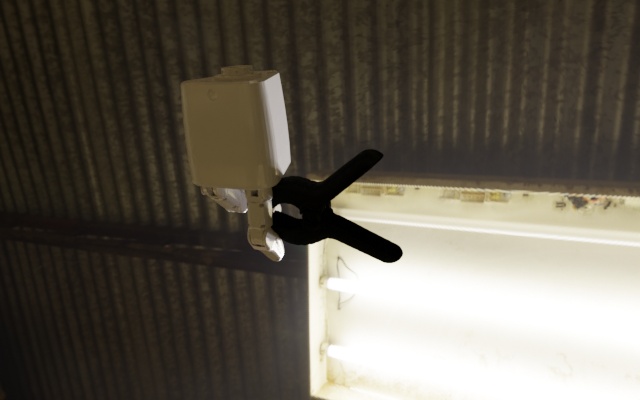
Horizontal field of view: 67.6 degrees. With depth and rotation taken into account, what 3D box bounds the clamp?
[{"bbox_3d":[0.000,0.001,0.494,0.171,0.120,0.039,5,22,22],"label":"clamp"}]
